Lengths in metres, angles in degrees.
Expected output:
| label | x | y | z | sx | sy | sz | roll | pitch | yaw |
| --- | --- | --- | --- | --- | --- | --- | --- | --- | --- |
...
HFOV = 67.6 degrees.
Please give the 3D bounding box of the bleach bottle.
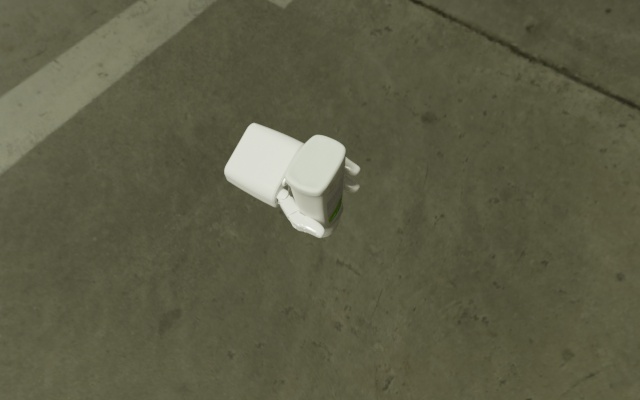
| label | x | y | z | sx | sy | sz | roll | pitch | yaw |
| --- | --- | --- | --- | --- | --- | --- | --- | --- | --- |
| bleach bottle | 0.000 | 0.003 | 0.801 | 0.068 | 0.102 | 0.251 | 26 | -24 | 16 |
